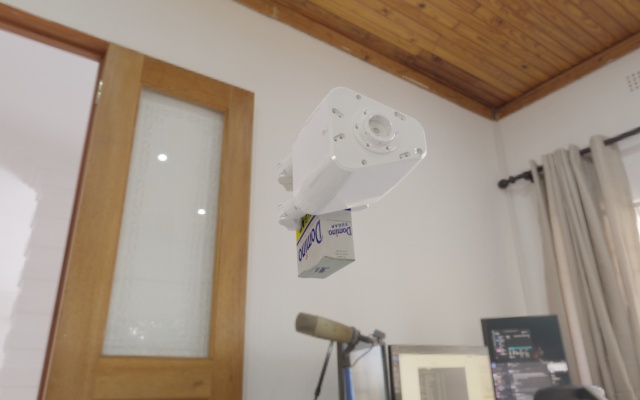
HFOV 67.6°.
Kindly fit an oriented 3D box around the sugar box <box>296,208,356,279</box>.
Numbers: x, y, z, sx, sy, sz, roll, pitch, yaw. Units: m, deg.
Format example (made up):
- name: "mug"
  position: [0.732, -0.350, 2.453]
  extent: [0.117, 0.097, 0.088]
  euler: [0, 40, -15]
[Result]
- name: "sugar box"
  position: [0.000, 0.002, 0.600]
  extent: [0.048, 0.176, 0.093]
  euler: [8, -25, -21]
